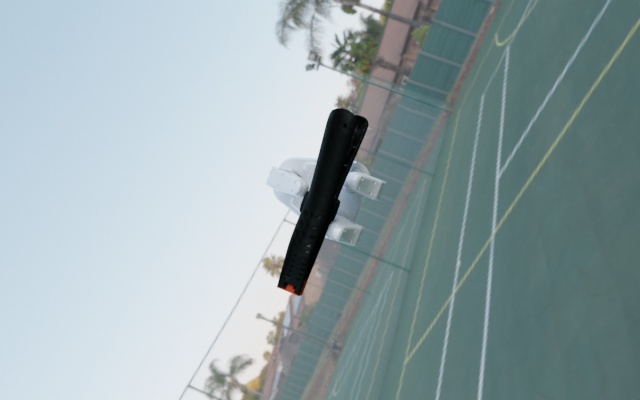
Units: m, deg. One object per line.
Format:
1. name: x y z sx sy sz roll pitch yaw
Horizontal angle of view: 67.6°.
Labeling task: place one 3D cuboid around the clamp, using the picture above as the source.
1. clamp: -0.001 0.002 0.487 0.036 0.210 0.164 22 4 7
